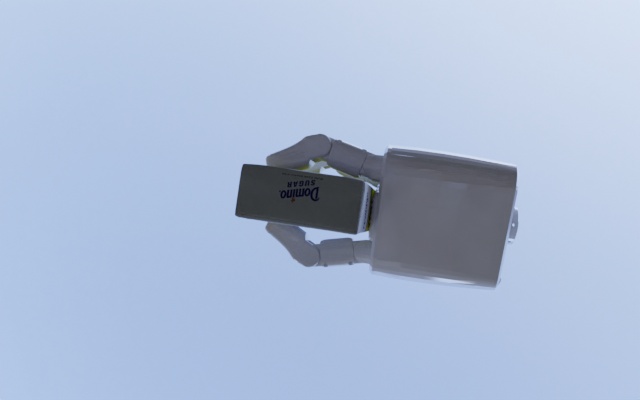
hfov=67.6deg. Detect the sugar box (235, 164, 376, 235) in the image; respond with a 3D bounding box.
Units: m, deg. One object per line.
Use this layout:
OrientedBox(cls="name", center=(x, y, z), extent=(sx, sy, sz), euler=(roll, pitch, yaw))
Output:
OrientedBox(cls="sugar box", center=(0.000, 0.001, 0.420), extent=(0.093, 0.048, 0.176), euler=(8, -3, 10))
